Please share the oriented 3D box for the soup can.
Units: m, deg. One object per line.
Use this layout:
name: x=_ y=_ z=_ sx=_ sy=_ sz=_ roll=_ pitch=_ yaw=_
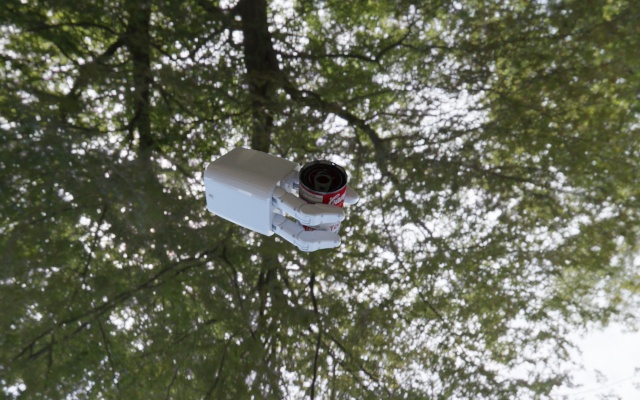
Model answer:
soup can: x=0.001 y=0.003 z=0.687 sx=0.068 sy=0.102 sz=0.068 roll=3 pitch=44 yaw=-3
